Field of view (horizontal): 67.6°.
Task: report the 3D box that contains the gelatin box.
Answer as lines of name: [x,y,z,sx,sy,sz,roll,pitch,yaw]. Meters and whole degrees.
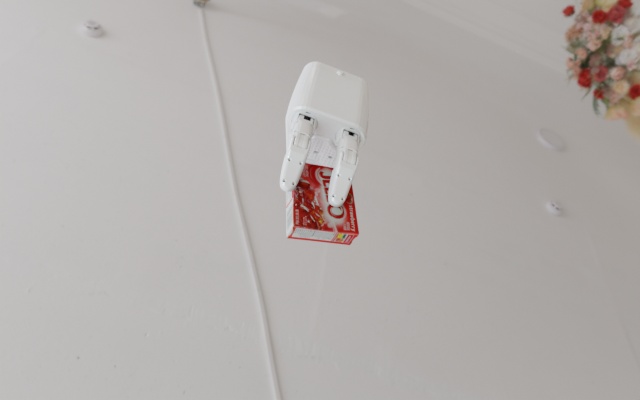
gelatin box: [0.000,0.002,0.526,0.073,0.089,0.030,8,-36,-18]
